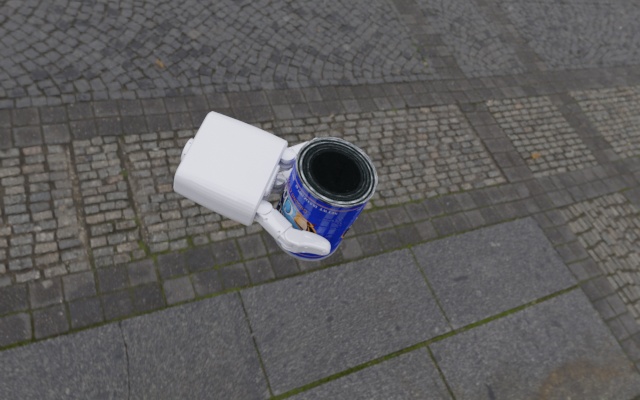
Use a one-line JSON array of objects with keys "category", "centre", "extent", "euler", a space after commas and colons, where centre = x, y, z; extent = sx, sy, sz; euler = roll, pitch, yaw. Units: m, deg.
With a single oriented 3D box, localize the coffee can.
[{"category": "coffee can", "centre": [0.000, 0.002, 0.617], "extent": [0.103, 0.102, 0.140], "euler": [0, -33, -20]}]
